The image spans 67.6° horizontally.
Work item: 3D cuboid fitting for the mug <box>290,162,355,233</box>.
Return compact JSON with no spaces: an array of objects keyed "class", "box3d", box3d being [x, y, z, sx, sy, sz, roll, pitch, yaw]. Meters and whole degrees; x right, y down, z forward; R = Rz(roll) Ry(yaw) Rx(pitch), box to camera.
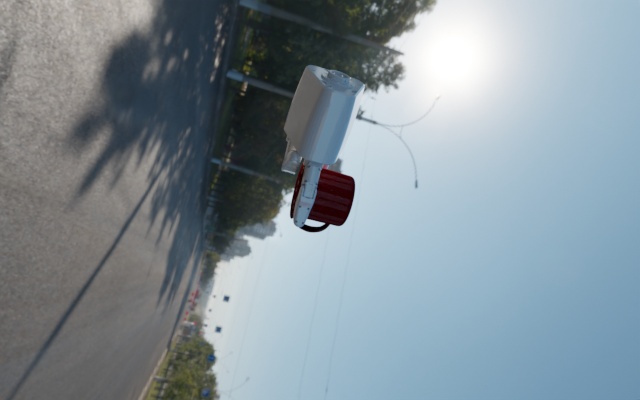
[{"class":"mug","box3d":[0.000,0.004,0.742,0.081,0.117,0.093,14,29,-10]}]
